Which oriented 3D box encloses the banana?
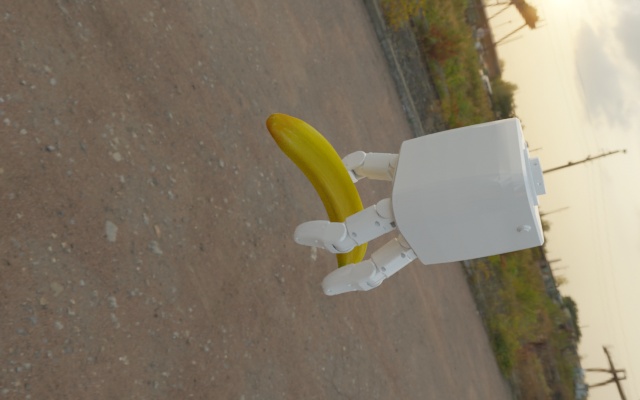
[{"bbox_3d":[0.008,-0.006,0.464,0.037,0.198,0.069,-7,30,30],"label":"banana"}]
